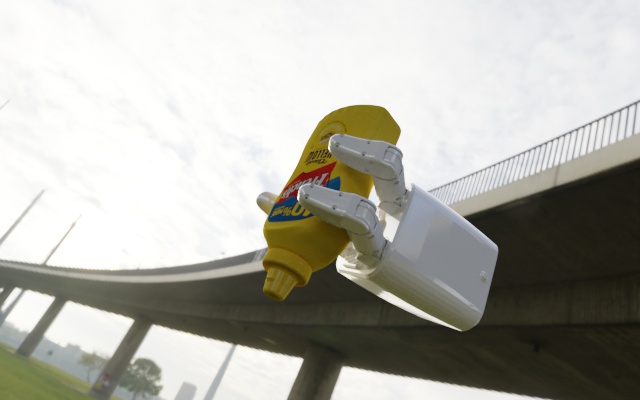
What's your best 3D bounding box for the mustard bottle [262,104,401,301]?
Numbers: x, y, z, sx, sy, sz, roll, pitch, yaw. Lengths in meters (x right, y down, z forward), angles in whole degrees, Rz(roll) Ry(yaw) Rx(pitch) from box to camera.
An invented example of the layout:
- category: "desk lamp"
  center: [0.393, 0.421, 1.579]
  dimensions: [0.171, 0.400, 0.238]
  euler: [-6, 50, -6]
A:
- category: "mustard bottle"
  center: [0.000, 0.001, 0.424]
  dimensions: [0.096, 0.191, 0.058]
  euler: [-5, -41, 44]
